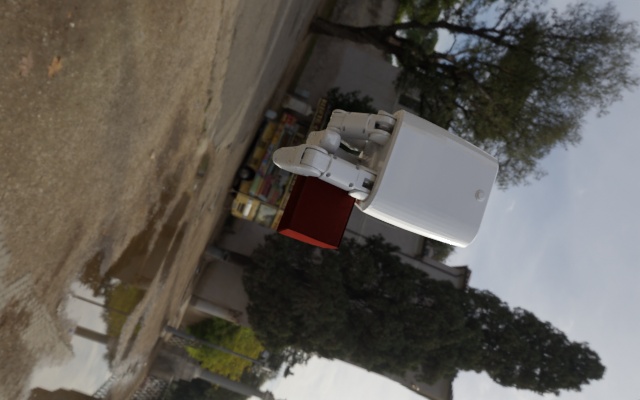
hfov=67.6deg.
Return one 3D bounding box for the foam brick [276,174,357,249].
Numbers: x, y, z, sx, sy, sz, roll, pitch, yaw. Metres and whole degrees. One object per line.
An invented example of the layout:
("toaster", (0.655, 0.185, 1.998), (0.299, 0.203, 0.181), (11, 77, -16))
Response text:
("foam brick", (0.000, 0.002, 0.445), (0.051, 0.078, 0.053), (23, -10, -13))
